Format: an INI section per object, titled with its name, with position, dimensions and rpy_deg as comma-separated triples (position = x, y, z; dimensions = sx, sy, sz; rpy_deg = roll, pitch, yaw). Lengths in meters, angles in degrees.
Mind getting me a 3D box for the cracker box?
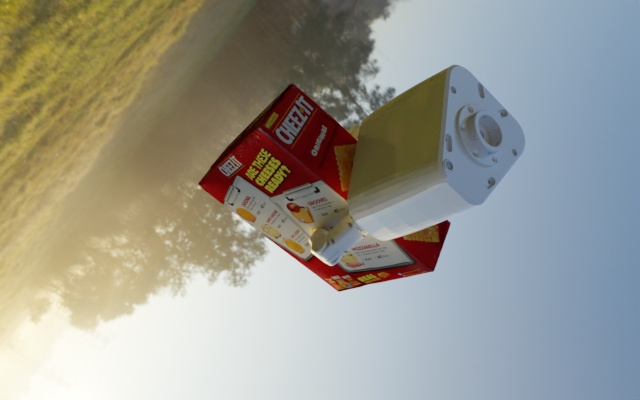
[cracker box]
position = 0.000, 0.002, 0.500
dimensions = 0.214, 0.072, 0.164
rpy_deg = 40, -33, -16
